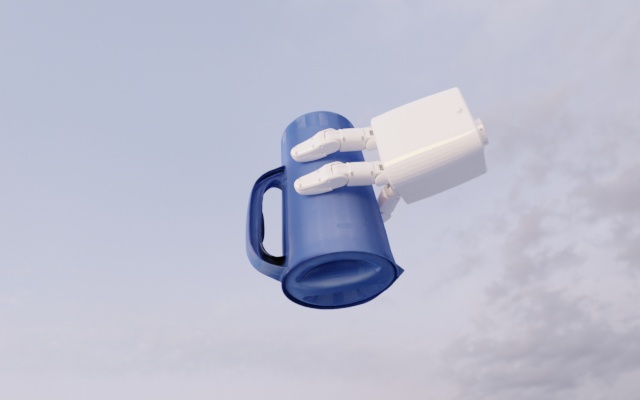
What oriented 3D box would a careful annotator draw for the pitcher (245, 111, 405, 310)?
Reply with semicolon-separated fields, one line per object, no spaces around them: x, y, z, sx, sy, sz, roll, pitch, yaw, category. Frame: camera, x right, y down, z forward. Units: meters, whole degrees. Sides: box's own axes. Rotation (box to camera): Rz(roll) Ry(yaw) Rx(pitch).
0.000;0.002;0.600;0.145;0.242;0.149;-23;-40;18;pitcher
